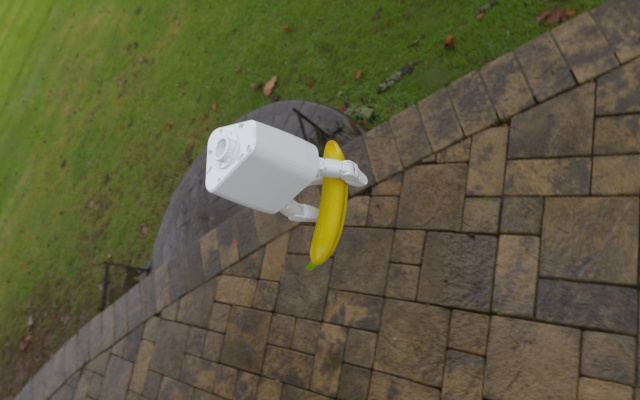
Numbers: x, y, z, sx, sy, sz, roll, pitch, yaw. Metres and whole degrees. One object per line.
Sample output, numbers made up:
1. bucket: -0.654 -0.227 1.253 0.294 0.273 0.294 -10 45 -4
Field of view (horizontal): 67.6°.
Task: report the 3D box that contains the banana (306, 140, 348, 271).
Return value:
1. banana: 0.010 0.007 0.688 0.037 0.198 0.069 14 -5 -35
